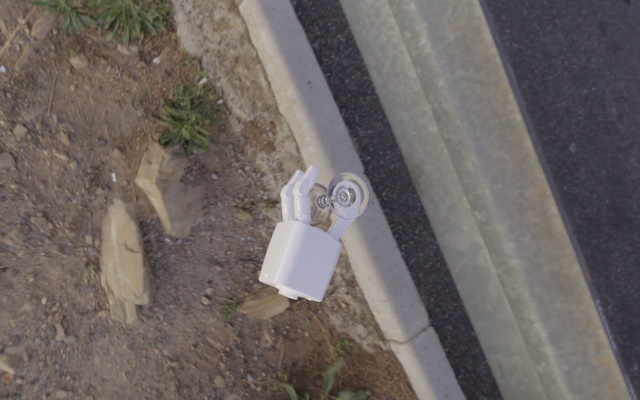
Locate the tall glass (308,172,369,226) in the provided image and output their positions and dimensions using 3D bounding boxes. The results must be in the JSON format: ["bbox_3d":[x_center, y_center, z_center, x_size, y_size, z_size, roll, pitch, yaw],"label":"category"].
[{"bbox_3d":[0.001,0.003,0.832,0.079,0.079,0.201,0,-6,-26],"label":"tall glass"}]
